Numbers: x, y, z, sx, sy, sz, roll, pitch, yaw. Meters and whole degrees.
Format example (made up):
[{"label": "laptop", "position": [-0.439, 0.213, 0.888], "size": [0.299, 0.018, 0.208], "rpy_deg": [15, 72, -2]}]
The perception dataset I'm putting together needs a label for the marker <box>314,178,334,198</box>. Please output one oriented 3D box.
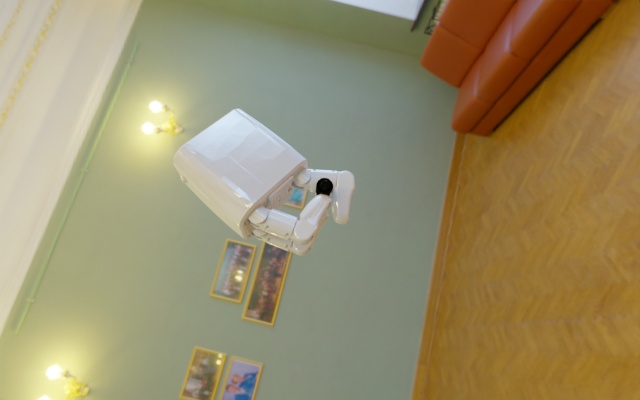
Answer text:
[{"label": "marker", "position": [0.000, 0.002, 0.562], "size": [0.020, 0.020, 0.121], "rpy_deg": [0, -19, -5]}]
